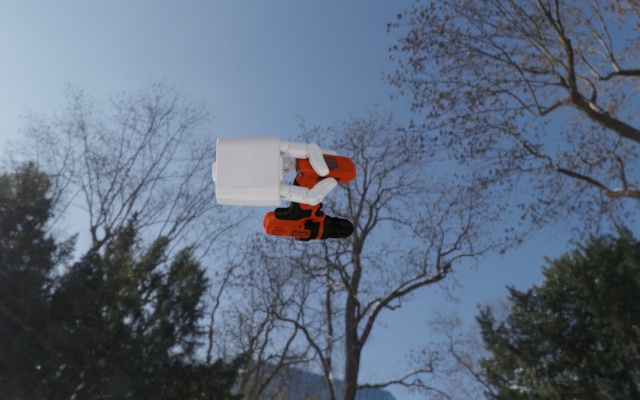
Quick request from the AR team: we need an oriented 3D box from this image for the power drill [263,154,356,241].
[{"bbox_3d":[0.000,0.003,0.887,0.184,0.188,0.057,4,42,-22],"label":"power drill"}]
